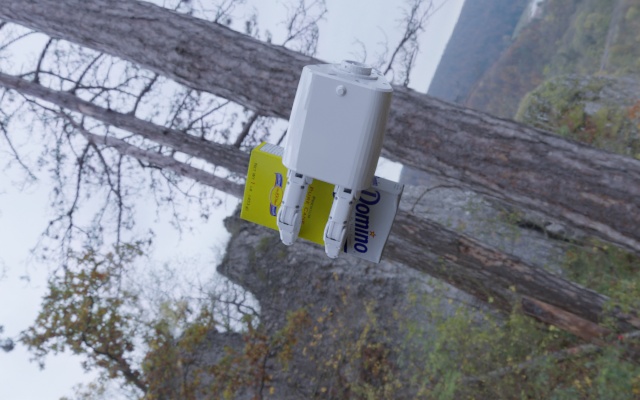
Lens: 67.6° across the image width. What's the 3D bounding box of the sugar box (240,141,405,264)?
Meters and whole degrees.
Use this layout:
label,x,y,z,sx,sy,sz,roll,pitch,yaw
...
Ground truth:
label,x,y,z,sx,sy,sz,roll,pitch,yaw
sugar box,0.000,0.002,0.560,0.176,0.093,0.048,18,26,10
